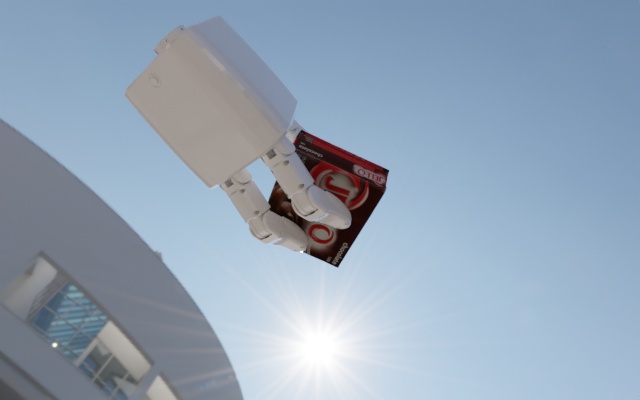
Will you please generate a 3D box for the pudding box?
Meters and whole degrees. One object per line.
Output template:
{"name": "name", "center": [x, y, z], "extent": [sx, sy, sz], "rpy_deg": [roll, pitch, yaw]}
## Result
{"name": "pudding box", "center": [0.000, 0.001, 0.447], "extent": [0.090, 0.114, 0.039], "rpy_deg": [25, 41, -2]}
